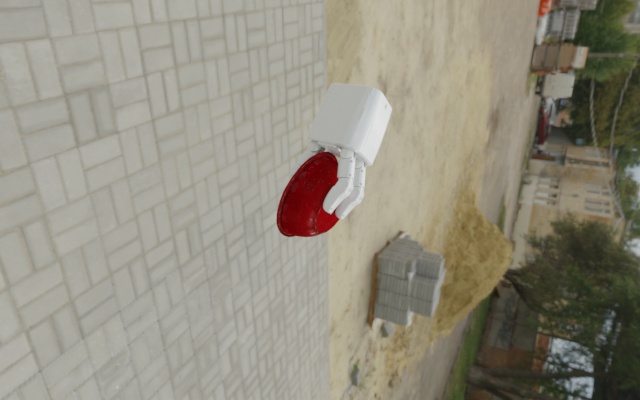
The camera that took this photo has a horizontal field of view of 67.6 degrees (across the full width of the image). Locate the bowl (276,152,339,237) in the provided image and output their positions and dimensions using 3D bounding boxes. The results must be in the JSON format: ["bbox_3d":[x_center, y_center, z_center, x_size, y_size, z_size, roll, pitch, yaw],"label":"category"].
[{"bbox_3d":[0.000,0.004,0.798,0.055,0.162,0.162,31,15,26],"label":"bowl"}]
